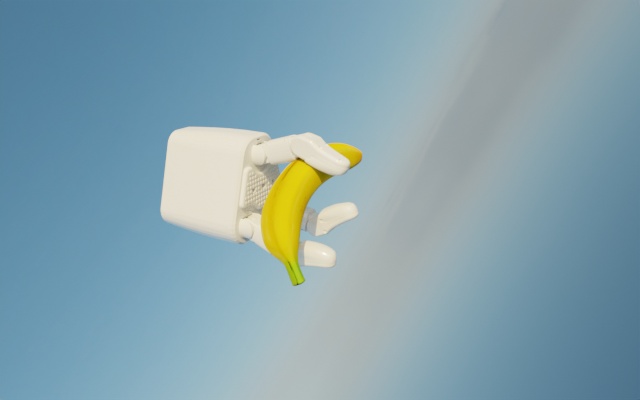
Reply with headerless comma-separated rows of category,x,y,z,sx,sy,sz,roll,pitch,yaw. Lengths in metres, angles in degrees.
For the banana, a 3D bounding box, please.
banana,-0.011,-0.010,0.474,0.037,0.070,0.197,-15,32,38
